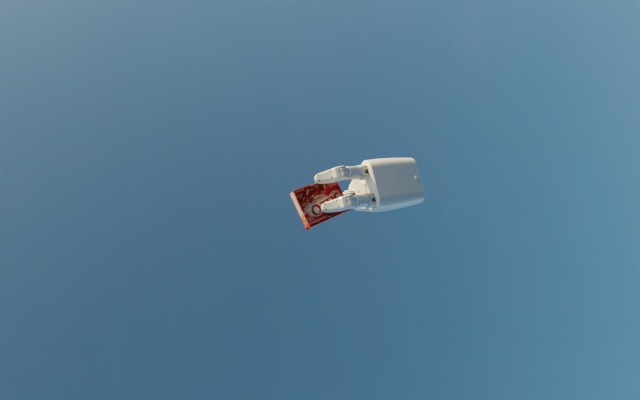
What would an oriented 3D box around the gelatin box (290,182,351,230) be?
[{"bbox_3d":[0.000,0.003,0.870,0.089,0.073,0.030,-22,-7,-21],"label":"gelatin box"}]
